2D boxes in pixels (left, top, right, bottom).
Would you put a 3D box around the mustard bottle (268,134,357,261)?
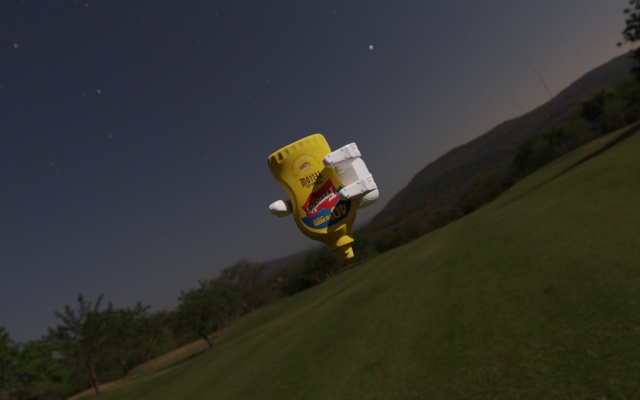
[{"bbox_3d":[0.000,0.002,0.725,0.096,0.191,0.058,-25,-7,-7],"label":"mustard bottle"}]
